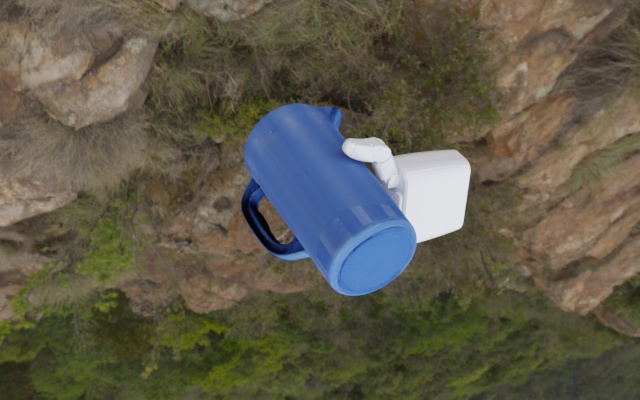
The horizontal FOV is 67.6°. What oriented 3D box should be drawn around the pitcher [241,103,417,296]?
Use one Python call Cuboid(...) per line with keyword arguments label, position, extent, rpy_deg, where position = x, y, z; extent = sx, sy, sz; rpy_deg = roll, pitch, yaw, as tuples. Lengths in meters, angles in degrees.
Cuboid(label="pitcher", position=(0.000, 0.002, 0.581), extent=(0.145, 0.149, 0.242), rpy_deg=(-11, 42, -24))
